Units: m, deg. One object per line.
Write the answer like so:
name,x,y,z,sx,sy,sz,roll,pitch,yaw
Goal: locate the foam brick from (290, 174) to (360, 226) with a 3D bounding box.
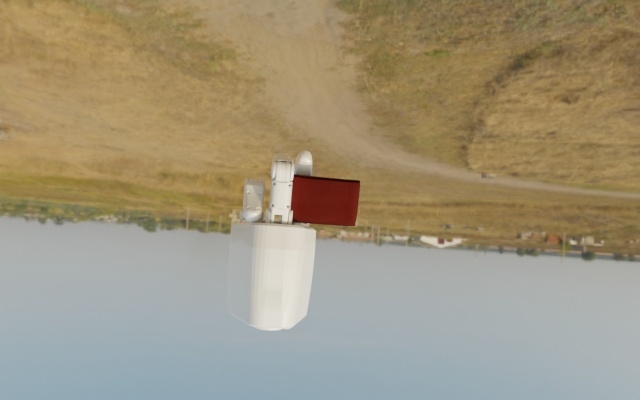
foam brick,0.000,0.002,0.541,0.078,0.051,0.053,4,-5,-8
